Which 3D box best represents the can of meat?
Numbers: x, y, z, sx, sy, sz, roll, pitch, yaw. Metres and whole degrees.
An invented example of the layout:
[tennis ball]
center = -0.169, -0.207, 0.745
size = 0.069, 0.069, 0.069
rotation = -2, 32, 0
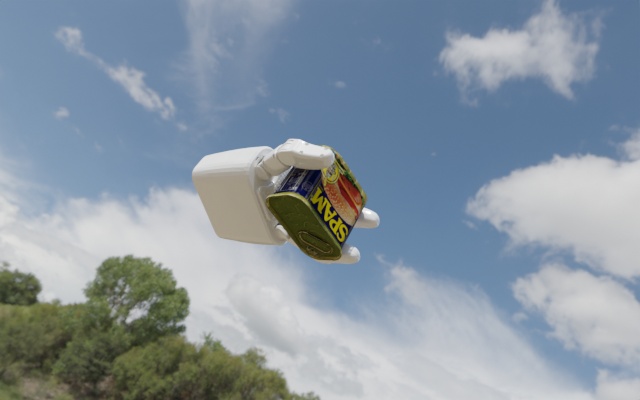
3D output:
[can of meat]
center = 0.000, 0.001, 0.526
size = 0.057, 0.102, 0.084
rotation = -4, 42, 41
